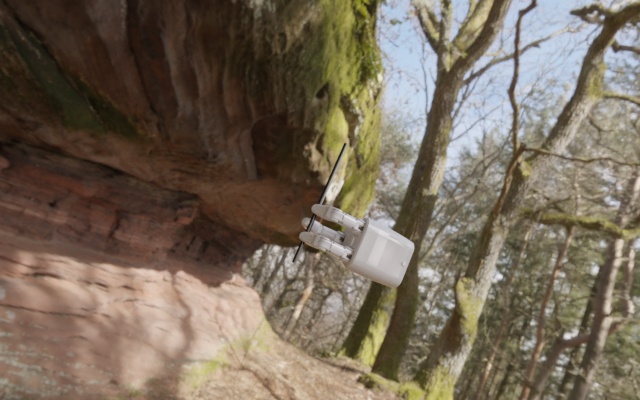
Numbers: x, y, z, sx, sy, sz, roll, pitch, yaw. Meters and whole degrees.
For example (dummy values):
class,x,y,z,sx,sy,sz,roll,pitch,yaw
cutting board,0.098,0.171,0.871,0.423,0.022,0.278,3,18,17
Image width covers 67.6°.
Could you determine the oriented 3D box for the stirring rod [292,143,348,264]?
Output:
class,x,y,z,sx,sy,sz,roll,pitch,yaw
stirring rod,0.000,0.003,0.871,0.011,0.239,0.011,23,-10,4
